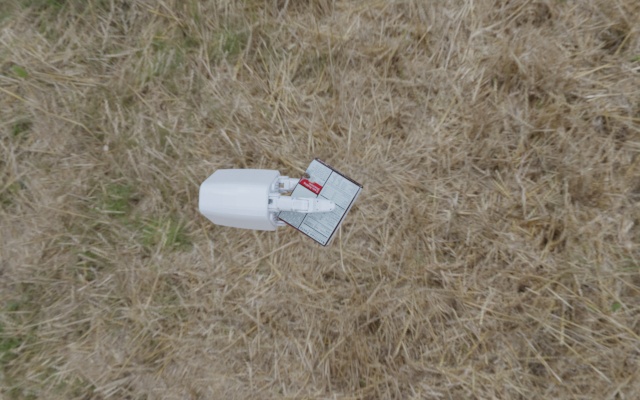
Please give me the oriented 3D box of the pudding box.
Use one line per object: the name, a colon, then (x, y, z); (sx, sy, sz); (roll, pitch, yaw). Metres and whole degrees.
pudding box: (0.000, 0.002, 0.742); (0.090, 0.113, 0.039); (32, 6, 6)
